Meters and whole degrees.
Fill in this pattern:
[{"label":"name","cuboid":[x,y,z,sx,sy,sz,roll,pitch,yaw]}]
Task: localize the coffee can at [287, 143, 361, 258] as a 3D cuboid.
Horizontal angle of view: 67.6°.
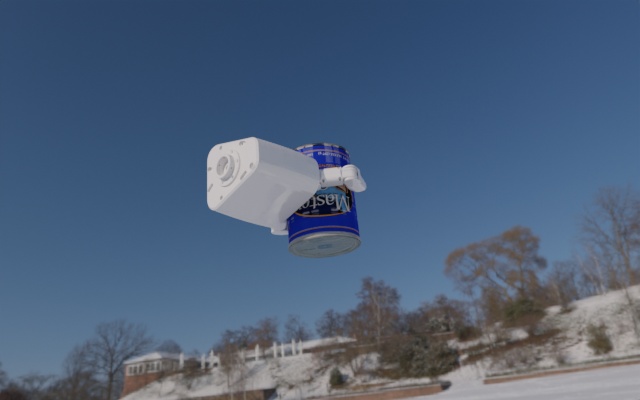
[{"label":"coffee can","cuboid":[0.000,0.002,0.696,0.103,0.140,0.103,-5,-22,-2]}]
